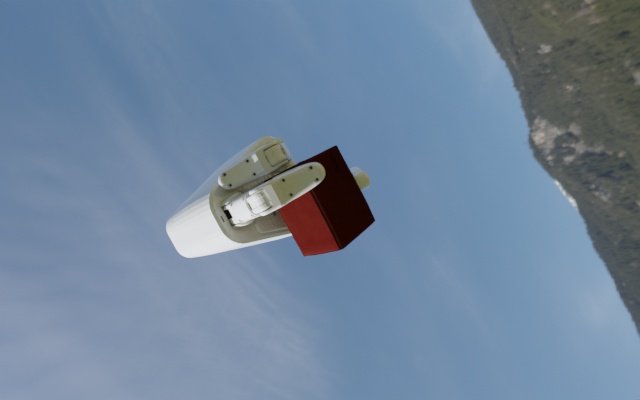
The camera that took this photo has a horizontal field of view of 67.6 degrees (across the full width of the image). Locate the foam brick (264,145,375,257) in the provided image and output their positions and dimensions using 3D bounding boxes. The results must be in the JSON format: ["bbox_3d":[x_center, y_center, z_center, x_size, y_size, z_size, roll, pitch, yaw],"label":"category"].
[{"bbox_3d":[0.000,0.002,0.415,0.051,0.078,0.053,-21,8,47],"label":"foam brick"}]
